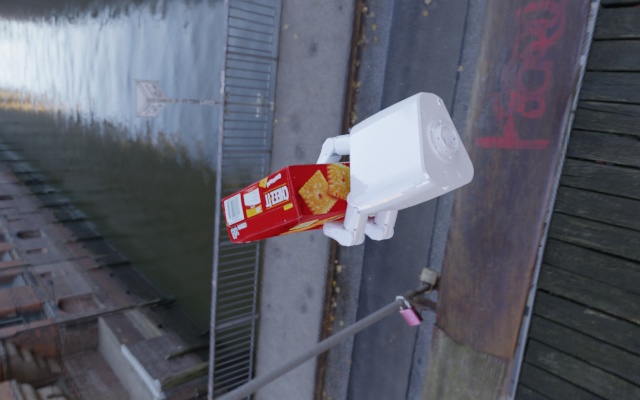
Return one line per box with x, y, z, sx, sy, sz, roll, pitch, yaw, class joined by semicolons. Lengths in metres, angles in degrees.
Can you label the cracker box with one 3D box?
0.000;0.002;0.655;0.213;0.072;0.164;-6;-10;-41;cracker box
